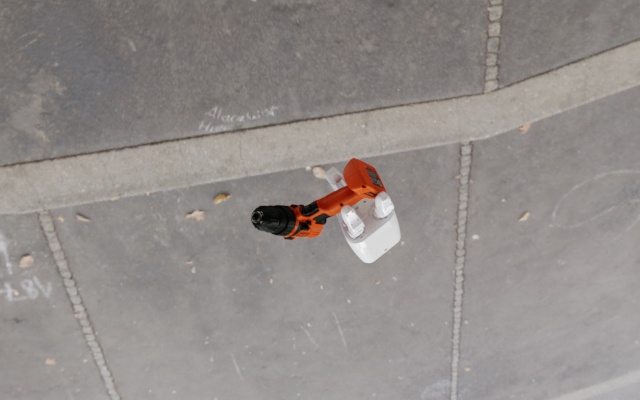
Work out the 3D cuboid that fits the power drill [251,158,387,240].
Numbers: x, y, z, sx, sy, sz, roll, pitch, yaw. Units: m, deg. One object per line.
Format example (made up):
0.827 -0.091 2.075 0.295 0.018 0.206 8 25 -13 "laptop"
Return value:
0.001 0.002 0.773 0.188 0.057 0.184 -29 -18 22 "power drill"
